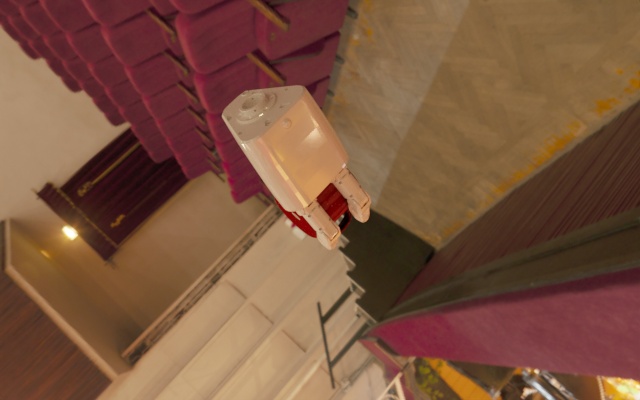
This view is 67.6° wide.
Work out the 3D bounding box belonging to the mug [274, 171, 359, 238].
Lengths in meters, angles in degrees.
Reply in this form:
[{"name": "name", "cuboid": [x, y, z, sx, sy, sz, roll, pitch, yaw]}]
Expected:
[{"name": "mug", "cuboid": [0.001, 0.003, 0.628, 0.093, 0.081, 0.117, 26, -23, 49]}]
